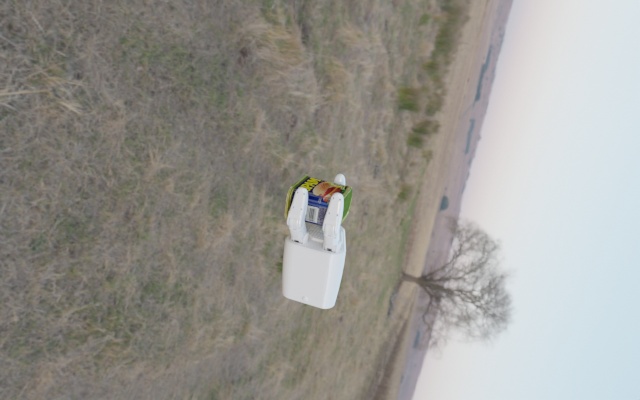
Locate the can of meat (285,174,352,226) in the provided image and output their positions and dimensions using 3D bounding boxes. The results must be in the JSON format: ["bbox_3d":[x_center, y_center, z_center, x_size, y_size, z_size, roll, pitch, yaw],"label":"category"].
[{"bbox_3d":[0.000,0.003,0.769,0.084,0.057,0.102,14,21,13],"label":"can of meat"}]
